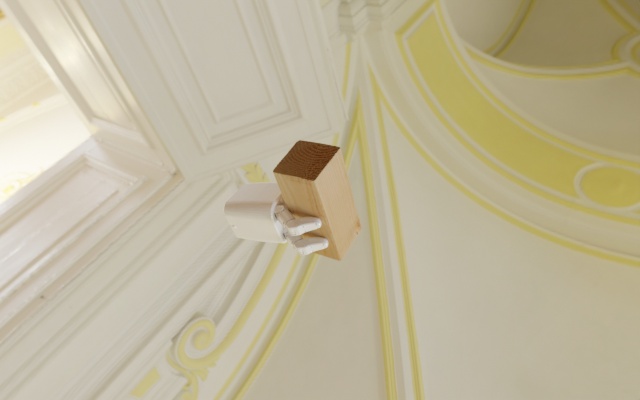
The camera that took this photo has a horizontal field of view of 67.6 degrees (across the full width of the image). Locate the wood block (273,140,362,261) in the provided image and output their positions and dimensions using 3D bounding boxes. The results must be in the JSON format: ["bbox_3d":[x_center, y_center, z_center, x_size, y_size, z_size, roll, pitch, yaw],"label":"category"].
[{"bbox_3d":[0.000,0.003,0.870,0.090,0.206,0.090,13,51,30],"label":"wood block"}]
